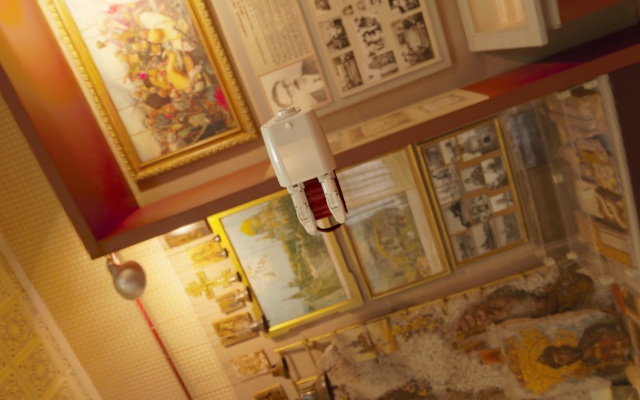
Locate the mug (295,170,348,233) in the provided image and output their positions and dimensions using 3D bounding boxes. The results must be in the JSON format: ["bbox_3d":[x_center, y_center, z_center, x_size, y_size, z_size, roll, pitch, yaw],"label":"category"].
[{"bbox_3d":[0.000,0.004,0.851,0.081,0.117,0.093,-18,17,5],"label":"mug"}]
